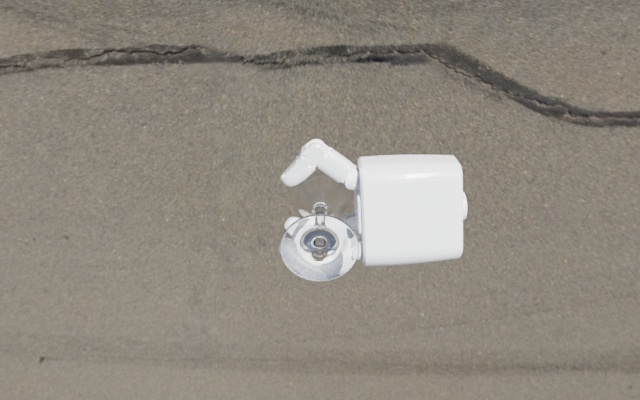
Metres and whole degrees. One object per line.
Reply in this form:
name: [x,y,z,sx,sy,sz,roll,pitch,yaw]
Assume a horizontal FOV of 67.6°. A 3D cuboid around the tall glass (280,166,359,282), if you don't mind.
tall glass: [0.000,0.002,0.536,0.079,0.079,0.201,0,26,0]
